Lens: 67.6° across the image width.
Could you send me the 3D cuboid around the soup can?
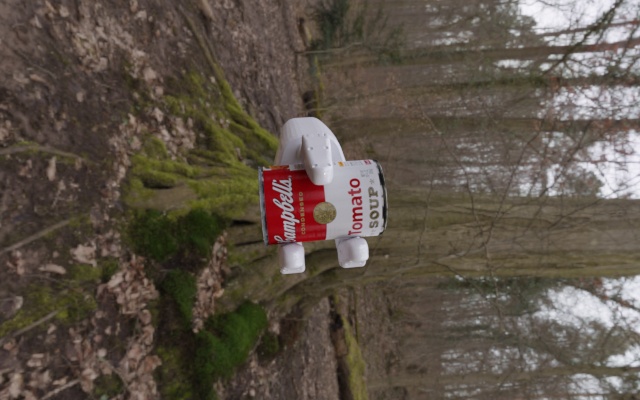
[{"bbox_3d":[0.000,0.001,0.411,0.102,0.068,0.068,-4,0,-5],"label":"soup can"}]
